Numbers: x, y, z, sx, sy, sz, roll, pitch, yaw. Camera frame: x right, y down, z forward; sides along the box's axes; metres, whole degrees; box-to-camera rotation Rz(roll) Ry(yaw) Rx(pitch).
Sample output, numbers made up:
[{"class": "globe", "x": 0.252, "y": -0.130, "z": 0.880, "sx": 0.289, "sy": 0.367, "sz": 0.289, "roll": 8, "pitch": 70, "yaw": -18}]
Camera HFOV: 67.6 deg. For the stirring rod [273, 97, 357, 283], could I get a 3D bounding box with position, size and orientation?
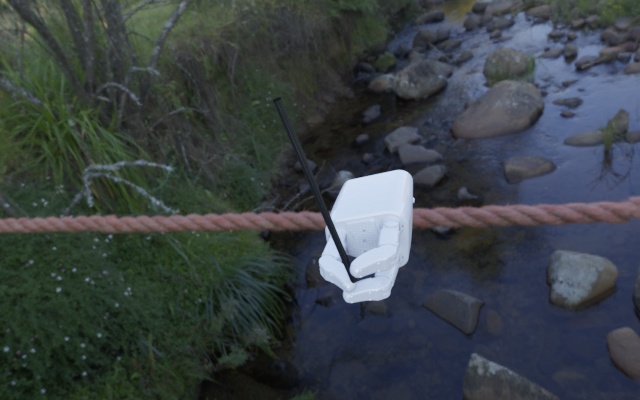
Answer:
[{"class": "stirring rod", "x": 0.000, "y": 0.002, "z": 0.498, "sx": 0.011, "sy": 0.240, "sz": 0.011, "roll": -16, "pitch": 34, "yaw": 11}]
